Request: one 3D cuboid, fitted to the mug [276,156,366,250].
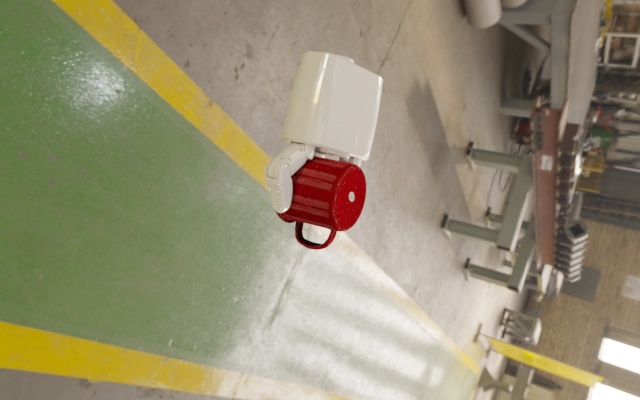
[{"bbox_3d":[0.000,0.003,0.575,0.081,0.117,0.093,13,3,31],"label":"mug"}]
